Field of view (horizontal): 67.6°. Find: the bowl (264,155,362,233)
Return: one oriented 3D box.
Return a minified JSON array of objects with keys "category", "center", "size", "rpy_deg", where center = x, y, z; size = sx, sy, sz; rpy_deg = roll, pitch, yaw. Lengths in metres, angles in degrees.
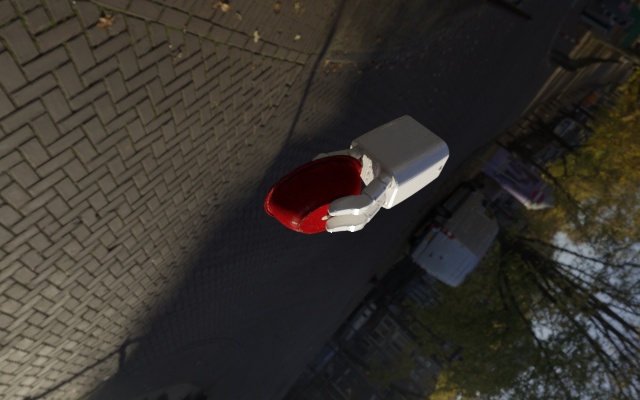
[{"category":"bowl","center":[-0.001,0.003,0.716],"size":[0.162,0.055,0.162],"rpy_deg":[-21,-25,-10]}]
